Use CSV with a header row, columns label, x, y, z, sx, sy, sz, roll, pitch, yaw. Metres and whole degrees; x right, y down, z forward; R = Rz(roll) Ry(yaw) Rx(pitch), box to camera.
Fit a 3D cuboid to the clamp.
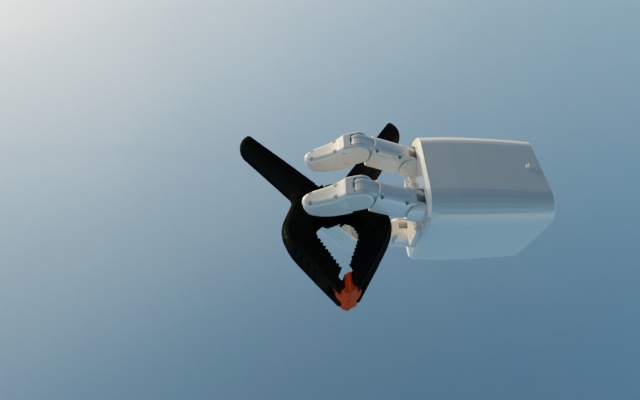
label,x,y,z,sx,sy,sz,roll,pitch,yaw
clamp,0.000,0.002,0.437,0.164,0.209,0.036,-2,-43,2
